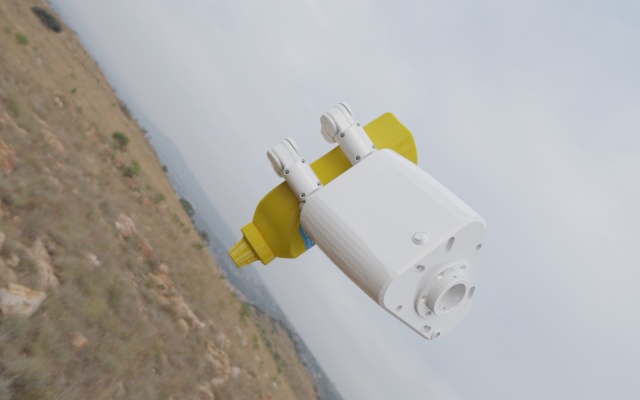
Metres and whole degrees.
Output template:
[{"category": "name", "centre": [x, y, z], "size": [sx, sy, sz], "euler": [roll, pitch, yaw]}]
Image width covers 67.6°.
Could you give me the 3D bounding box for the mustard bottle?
[{"category": "mustard bottle", "centre": [0.000, 0.001, 0.444], "size": [0.191, 0.058, 0.096], "euler": [-35, -23, -10]}]
